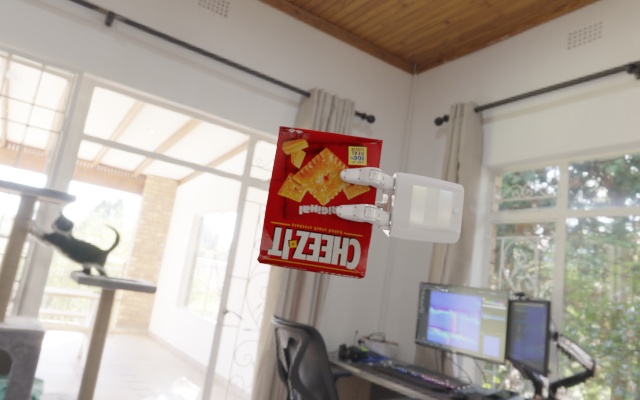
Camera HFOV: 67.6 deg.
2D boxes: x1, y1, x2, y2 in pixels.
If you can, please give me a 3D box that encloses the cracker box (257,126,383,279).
[{"bbox_3d":[0.000,0.002,0.737,0.164,0.213,0.072,9,-11,-1],"label":"cracker box"}]
